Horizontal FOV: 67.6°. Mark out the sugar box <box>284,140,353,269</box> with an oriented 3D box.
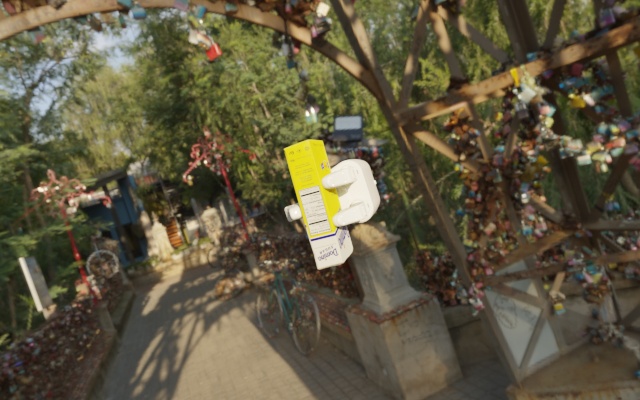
[{"bbox_3d":[0.001,0.002,0.693,0.048,0.176,0.093,-18,3,14],"label":"sugar box"}]
